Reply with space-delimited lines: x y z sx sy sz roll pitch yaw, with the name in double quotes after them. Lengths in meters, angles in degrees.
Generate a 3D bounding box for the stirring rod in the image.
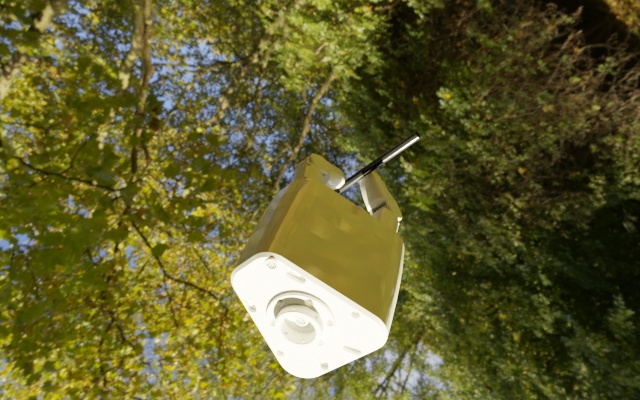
0.000 0.002 0.485 0.239 0.011 0.011 -35 -18 28 "stirring rod"
